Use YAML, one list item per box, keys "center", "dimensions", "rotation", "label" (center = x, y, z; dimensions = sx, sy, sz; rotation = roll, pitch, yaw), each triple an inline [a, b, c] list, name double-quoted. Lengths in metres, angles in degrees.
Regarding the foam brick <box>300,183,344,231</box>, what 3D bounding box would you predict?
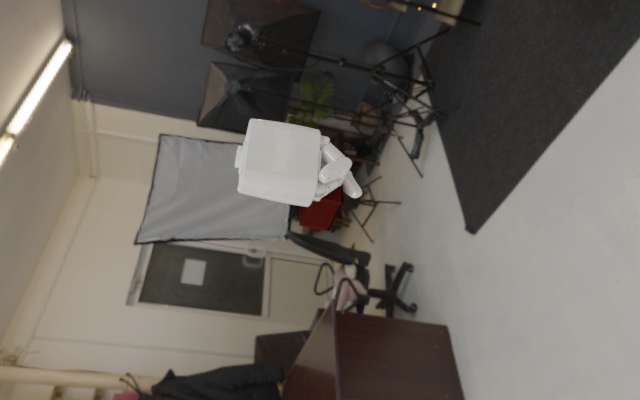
- center: [0.000, 0.003, 0.758]
  dimensions: [0.051, 0.053, 0.078]
  rotation: [9, -43, -13]
  label: "foam brick"
